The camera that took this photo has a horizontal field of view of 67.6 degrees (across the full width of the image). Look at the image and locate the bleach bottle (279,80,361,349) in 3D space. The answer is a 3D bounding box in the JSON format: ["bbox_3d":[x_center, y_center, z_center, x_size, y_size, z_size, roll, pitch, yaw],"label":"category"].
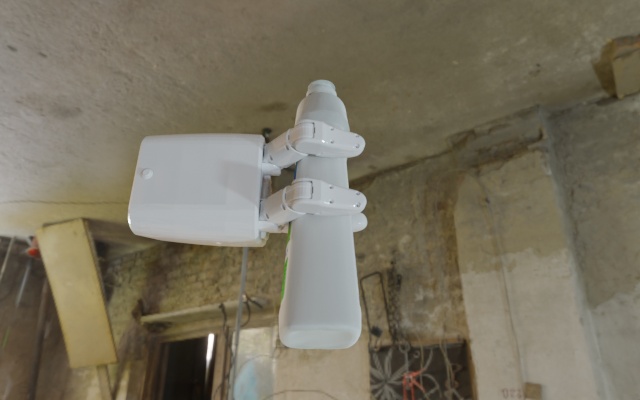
[{"bbox_3d":[0.000,0.001,0.444,0.068,0.250,0.103,1,-26,-2],"label":"bleach bottle"}]
